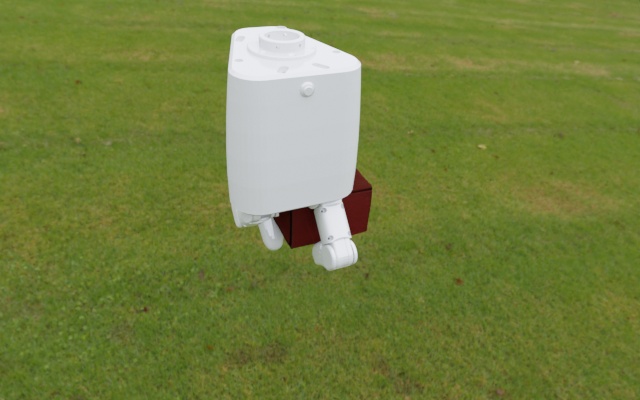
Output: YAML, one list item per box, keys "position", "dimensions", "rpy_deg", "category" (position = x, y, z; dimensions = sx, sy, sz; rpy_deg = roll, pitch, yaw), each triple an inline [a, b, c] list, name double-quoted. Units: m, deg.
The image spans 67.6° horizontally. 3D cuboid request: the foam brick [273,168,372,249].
- position: [0.000, 0.001, 0.430]
  dimensions: [0.078, 0.051, 0.053]
  rpy_deg: [-12, 38, -21]
  category: "foam brick"
